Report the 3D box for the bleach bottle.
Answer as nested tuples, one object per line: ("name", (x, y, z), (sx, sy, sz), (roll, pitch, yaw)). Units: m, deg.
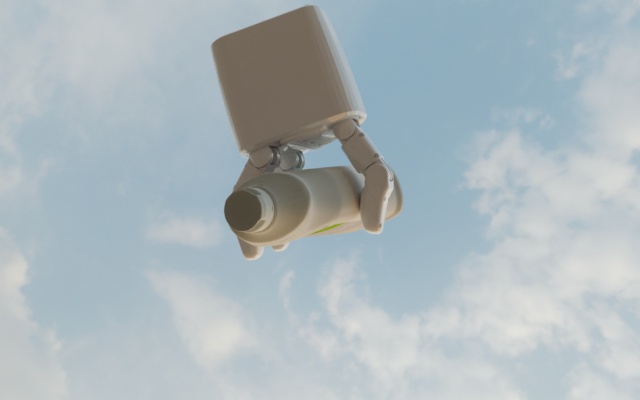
("bleach bottle", (0.000, 0.001, 0.431), (0.102, 0.068, 0.251), (-21, -6, 20))
